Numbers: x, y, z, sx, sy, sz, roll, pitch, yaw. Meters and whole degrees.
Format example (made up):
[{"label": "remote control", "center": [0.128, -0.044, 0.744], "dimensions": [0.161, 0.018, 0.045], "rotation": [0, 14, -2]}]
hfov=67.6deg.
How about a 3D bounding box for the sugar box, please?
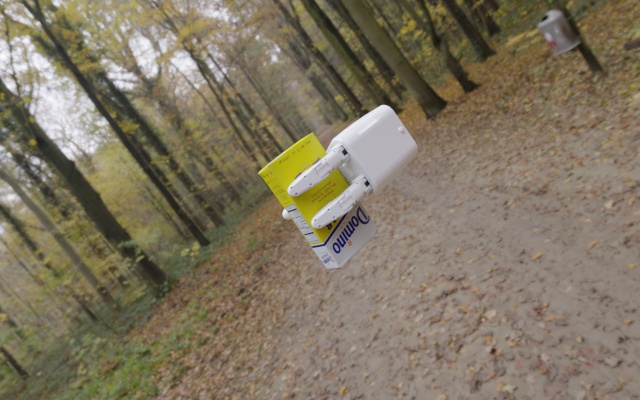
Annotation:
[{"label": "sugar box", "center": [0.000, 0.002, 0.684], "dimensions": [0.093, 0.176, 0.048], "rotation": [-41, 8, -29]}]
